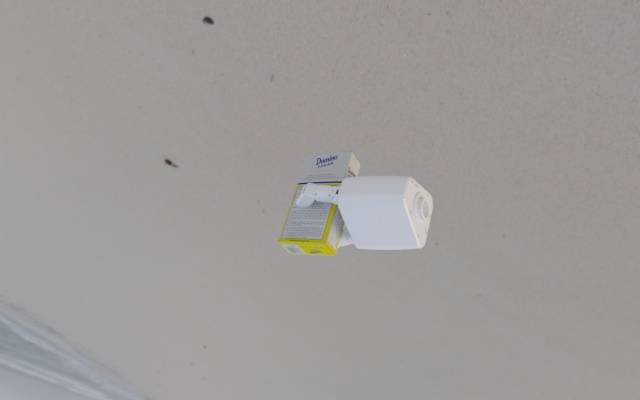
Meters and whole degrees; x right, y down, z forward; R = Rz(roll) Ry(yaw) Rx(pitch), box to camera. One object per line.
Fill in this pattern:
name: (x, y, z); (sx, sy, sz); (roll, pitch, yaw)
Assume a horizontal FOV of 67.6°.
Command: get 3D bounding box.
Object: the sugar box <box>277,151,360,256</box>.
sugar box: (0.000, 0.003, 0.789); (0.093, 0.176, 0.048); (0, -34, 32)
